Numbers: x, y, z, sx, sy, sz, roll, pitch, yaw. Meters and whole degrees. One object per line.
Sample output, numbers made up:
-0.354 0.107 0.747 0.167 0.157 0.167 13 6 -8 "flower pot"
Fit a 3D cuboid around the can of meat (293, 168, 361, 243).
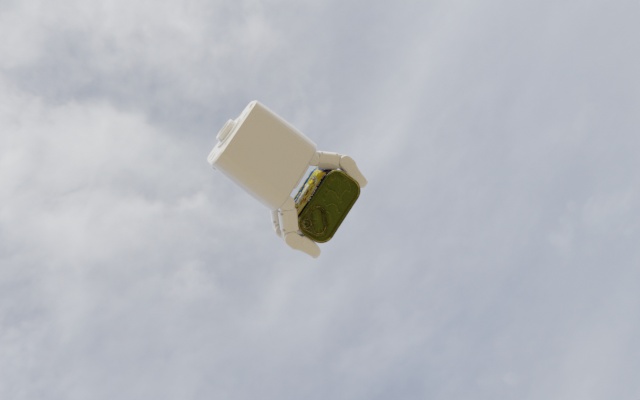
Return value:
0.000 0.002 0.690 0.057 0.102 0.084 34 -2 -20 "can of meat"
